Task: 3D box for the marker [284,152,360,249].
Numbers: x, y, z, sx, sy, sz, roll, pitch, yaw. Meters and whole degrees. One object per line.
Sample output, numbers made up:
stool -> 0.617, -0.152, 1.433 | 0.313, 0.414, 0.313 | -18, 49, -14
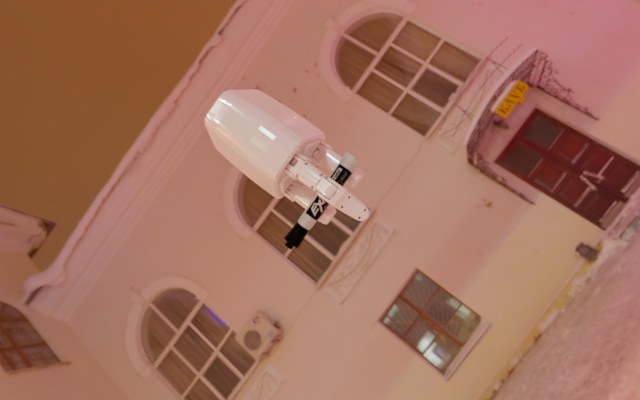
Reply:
marker -> 0.000, 0.002, 0.516 | 0.020, 0.121, 0.020 | 36, 3, -2
